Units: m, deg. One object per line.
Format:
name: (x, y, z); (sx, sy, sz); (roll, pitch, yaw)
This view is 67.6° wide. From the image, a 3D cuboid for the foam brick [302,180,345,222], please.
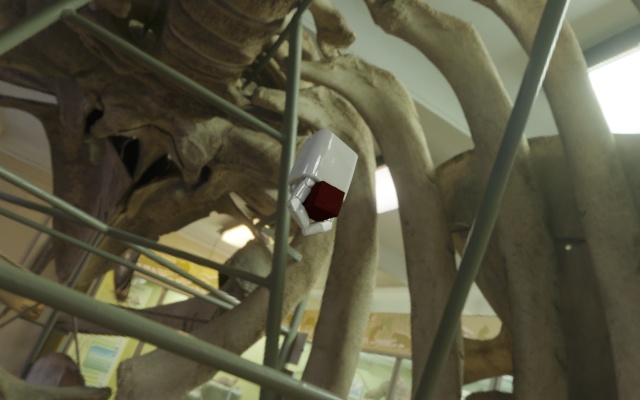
foam brick: (0.000, 0.003, 0.880); (0.053, 0.051, 0.078); (29, -22, -20)
